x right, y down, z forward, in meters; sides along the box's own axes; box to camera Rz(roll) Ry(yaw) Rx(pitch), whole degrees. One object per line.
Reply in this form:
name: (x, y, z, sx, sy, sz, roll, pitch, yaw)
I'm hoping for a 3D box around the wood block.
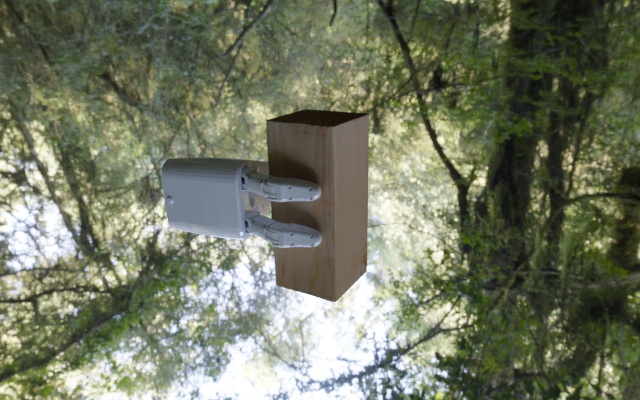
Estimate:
wood block: (0.000, 0.002, 0.575, 0.090, 0.206, 0.090, 10, 23, 28)
